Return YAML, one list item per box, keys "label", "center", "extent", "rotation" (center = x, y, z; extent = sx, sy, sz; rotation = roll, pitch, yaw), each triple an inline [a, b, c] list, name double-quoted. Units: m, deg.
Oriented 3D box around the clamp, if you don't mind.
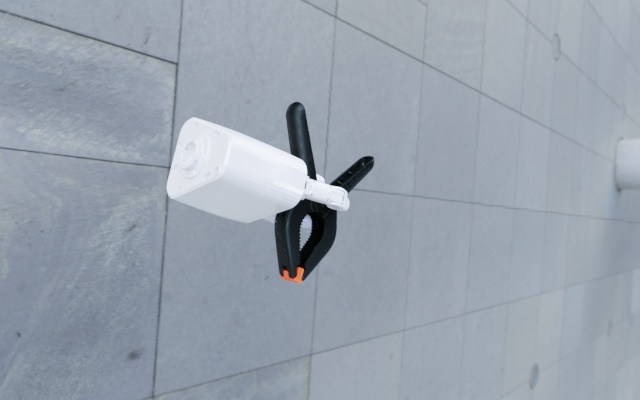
- label: "clamp"
  center: [0.000, 0.002, 0.607]
  extent: [0.036, 0.210, 0.164]
  rotation: [3, -12, 46]
